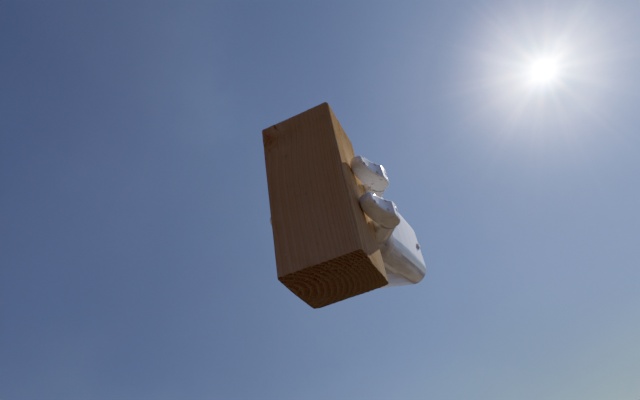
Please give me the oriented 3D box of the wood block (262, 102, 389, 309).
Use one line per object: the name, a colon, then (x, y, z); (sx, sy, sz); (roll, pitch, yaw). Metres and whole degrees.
wood block: (0.000, 0.002, 0.541); (0.091, 0.206, 0.090); (-22, -39, 14)
